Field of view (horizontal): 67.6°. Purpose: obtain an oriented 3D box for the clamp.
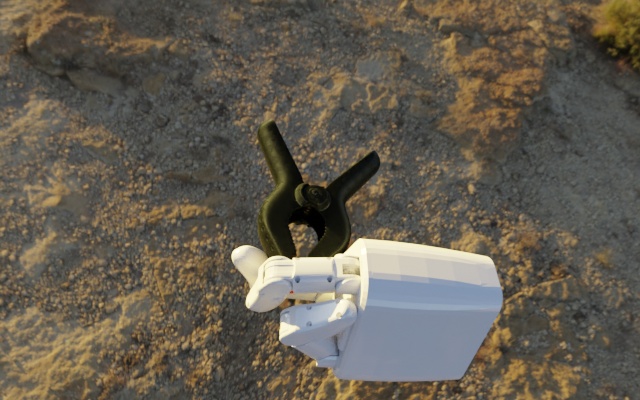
[{"bbox_3d":[0.000,0.001,0.416,0.120,0.171,0.039,5,-36,-8],"label":"clamp"}]
